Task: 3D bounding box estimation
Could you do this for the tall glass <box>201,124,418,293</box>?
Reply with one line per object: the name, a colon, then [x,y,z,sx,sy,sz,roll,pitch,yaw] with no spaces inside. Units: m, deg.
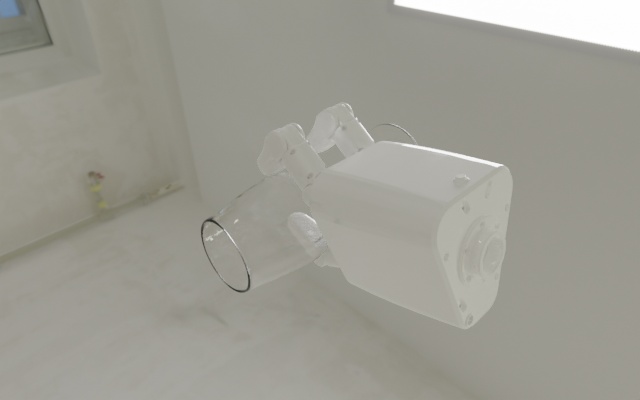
tall glass: [0.000,0.001,0.409,0.201,0.079,0.079,-29,17,-34]
